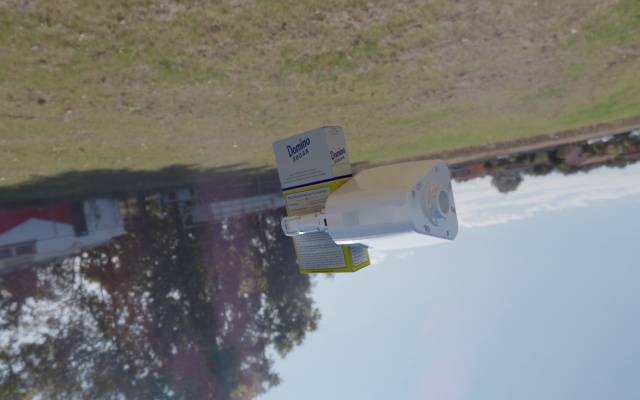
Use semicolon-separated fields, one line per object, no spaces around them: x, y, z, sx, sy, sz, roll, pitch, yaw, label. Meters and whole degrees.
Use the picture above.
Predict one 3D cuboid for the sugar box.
0.001;0.002;0.601;0.093;0.176;0.048;-9;1;42;sugar box
